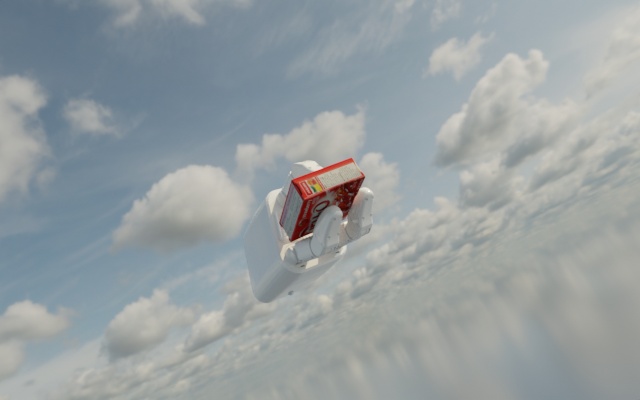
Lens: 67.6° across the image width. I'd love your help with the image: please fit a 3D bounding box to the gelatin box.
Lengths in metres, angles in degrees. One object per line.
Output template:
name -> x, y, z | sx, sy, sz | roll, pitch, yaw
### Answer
gelatin box -> 0.000, 0.001, 0.501 | 0.073, 0.030, 0.089 | -21, -25, -25
